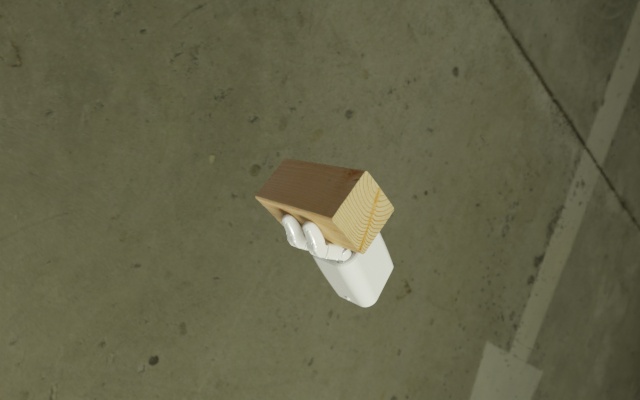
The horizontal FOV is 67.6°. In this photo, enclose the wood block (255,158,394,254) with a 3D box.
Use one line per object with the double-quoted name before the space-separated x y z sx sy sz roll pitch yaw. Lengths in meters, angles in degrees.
"wood block" 0.001 0.003 0.757 0.206 0.090 0.090 14 -28 51
